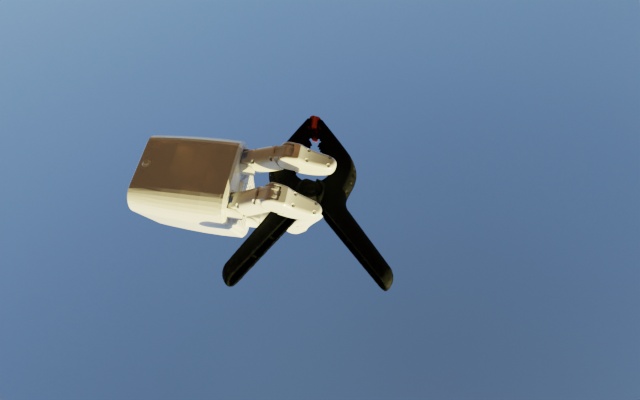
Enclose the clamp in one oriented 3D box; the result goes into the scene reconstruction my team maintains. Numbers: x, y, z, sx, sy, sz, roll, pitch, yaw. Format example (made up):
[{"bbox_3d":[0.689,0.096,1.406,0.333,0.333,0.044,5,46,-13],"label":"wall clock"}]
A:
[{"bbox_3d":[0.000,0.002,0.505,0.164,0.209,0.036,8,-30,4],"label":"clamp"}]
